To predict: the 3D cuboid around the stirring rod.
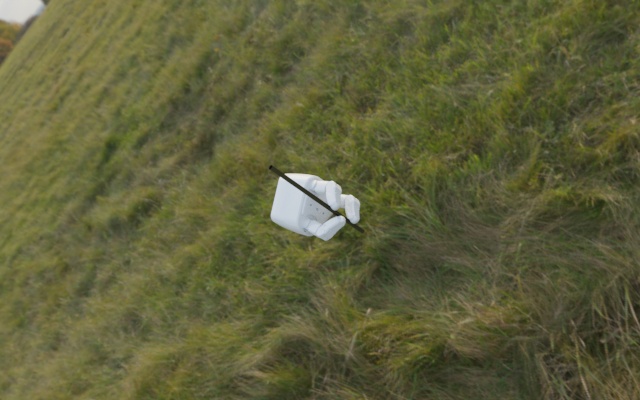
[{"bbox_3d":[0.000,0.003,0.836,0.240,0.011,0.011,35,-22,-36],"label":"stirring rod"}]
